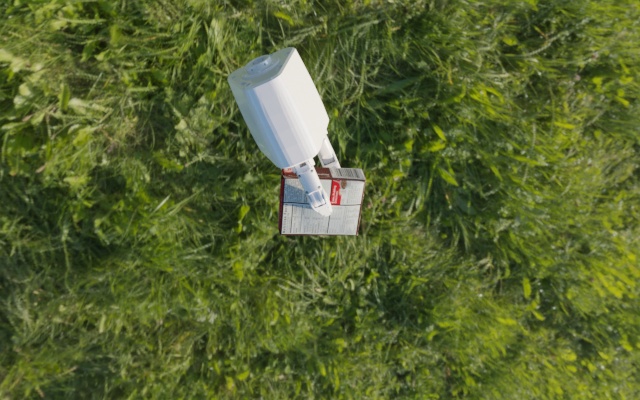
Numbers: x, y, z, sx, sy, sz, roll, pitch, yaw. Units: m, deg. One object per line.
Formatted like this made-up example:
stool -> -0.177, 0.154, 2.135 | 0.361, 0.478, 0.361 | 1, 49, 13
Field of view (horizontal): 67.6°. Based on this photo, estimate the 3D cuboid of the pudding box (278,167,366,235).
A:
pudding box -> 0.000, 0.002, 0.650 | 0.113, 0.090, 0.039 | 2, 29, -8
